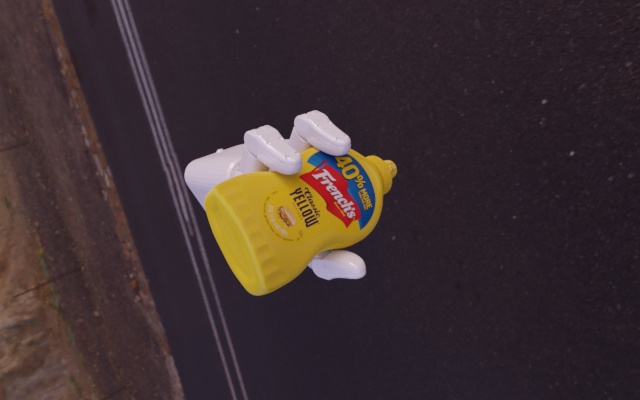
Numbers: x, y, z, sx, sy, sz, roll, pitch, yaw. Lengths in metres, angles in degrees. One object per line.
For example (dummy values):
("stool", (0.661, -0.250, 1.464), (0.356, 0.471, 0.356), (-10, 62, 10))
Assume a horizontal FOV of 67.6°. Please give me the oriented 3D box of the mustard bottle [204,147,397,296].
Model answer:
("mustard bottle", (0.000, 0.001, 0.431), (0.191, 0.096, 0.058), (-25, -5, -35))
